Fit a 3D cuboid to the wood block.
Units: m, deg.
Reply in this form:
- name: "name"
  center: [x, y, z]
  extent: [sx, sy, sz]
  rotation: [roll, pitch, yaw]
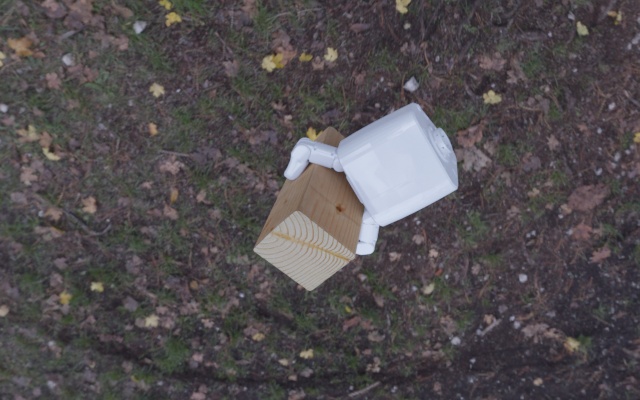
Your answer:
- name: "wood block"
  center: [0.000, 0.002, 0.629]
  extent: [0.090, 0.091, 0.206]
  rotation: [-42, 17, 33]
